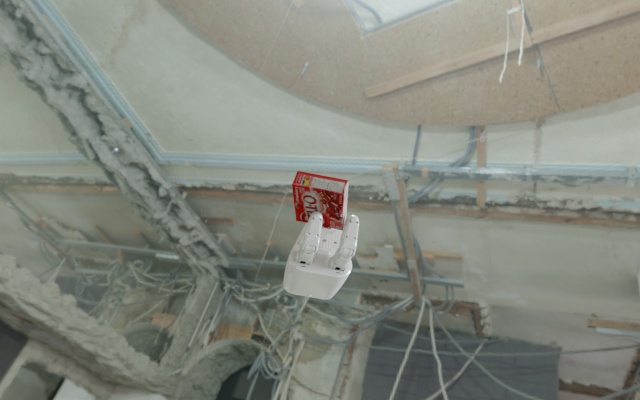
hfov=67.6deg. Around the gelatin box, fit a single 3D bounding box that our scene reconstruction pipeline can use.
[{"bbox_3d":[0.000,0.002,0.678,0.073,0.030,0.089,12,-36,10],"label":"gelatin box"}]
